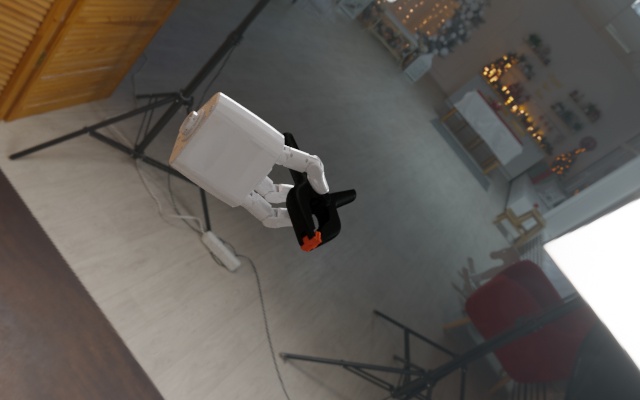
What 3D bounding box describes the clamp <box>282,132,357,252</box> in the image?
[{"bbox_3d":[0.001,0.002,0.707,0.164,0.209,0.036,35,-59,-28],"label":"clamp"}]
